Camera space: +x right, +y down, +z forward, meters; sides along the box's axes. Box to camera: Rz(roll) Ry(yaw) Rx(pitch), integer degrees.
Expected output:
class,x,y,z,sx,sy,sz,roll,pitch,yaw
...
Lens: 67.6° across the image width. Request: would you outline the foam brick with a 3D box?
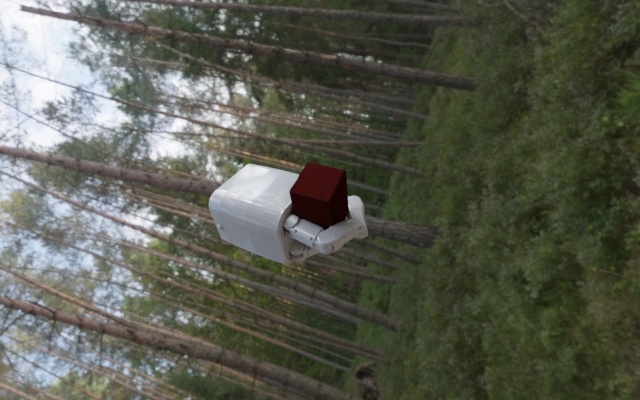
class,x,y,z,sx,sy,sz,roll,pitch,yaw
foam brick,0.000,0.002,0.575,0.051,0.053,0.078,17,-36,20
